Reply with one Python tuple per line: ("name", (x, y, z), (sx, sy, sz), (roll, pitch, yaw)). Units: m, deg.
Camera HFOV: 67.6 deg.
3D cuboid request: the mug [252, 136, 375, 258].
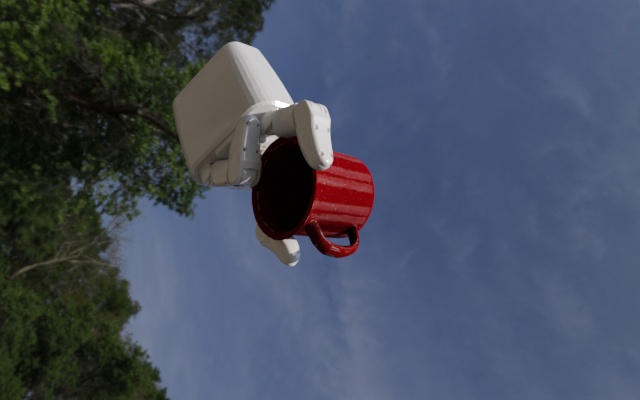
("mug", (0.001, 0.002, 0.436), (0.081, 0.117, 0.093), (8, -48, -42))
